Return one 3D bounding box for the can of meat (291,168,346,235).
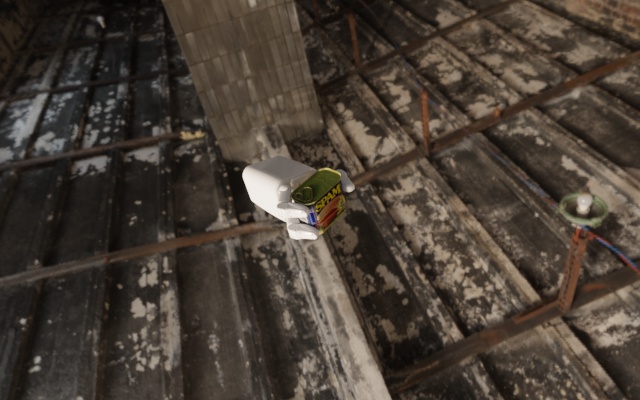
[{"bbox_3d":[0.000,0.003,0.895,0.057,0.084,0.102,24,53,36],"label":"can of meat"}]
